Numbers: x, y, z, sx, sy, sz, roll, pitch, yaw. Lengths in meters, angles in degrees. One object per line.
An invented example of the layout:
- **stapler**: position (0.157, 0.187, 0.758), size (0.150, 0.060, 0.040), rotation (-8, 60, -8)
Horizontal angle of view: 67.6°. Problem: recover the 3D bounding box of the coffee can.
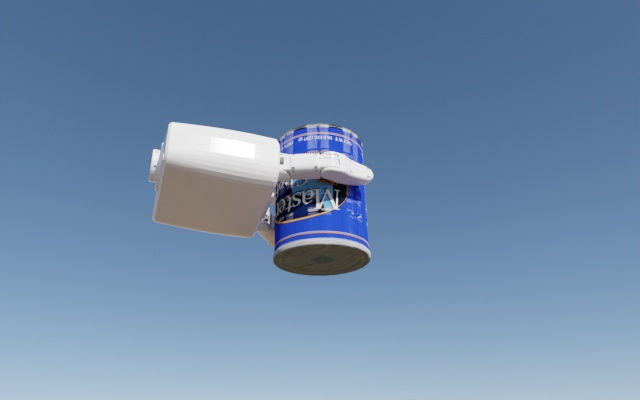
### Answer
- **coffee can**: position (0.000, 0.002, 0.532), size (0.103, 0.140, 0.103), rotation (-1, -26, 0)
